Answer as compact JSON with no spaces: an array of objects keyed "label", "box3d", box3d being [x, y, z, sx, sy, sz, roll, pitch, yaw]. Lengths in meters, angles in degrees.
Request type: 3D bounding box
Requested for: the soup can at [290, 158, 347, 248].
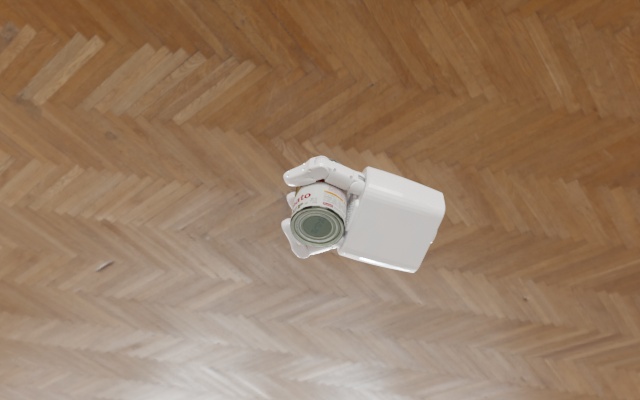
[{"label":"soup can","box3d":[0.000,0.002,0.605,0.068,0.069,0.102,0,39,6]}]
